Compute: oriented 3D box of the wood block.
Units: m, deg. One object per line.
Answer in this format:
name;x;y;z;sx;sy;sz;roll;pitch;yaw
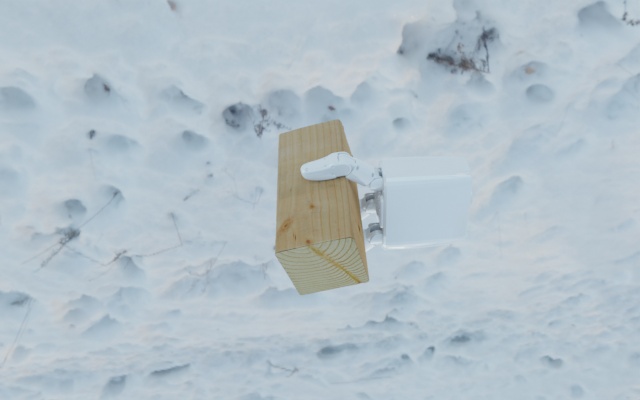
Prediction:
wood block;0.000;0.002;0.608;0.090;0.206;0.091;-13;-45;10
